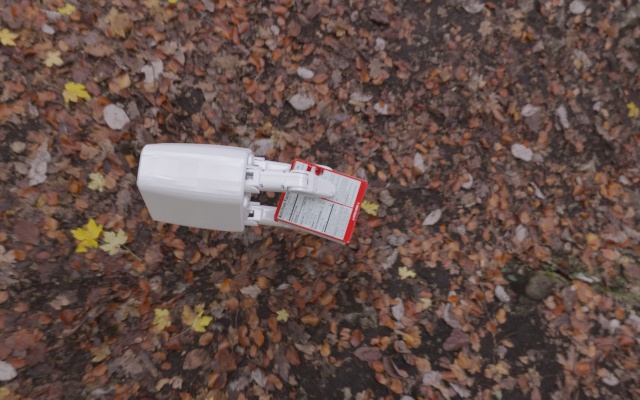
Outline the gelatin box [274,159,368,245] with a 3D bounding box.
[{"bbox_3d":[0.000,0.002,0.537,0.089,0.073,0.030,18,-10,0],"label":"gelatin box"}]
